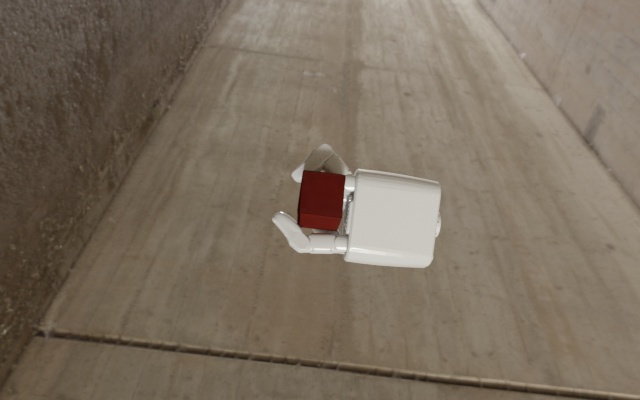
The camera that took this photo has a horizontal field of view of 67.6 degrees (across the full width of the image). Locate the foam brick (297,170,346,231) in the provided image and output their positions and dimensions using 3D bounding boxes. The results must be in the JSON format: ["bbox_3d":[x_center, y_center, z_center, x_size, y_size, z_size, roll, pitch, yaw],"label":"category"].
[{"bbox_3d":[0.000,0.002,0.573,0.051,0.053,0.078,7,-15,-1],"label":"foam brick"}]
